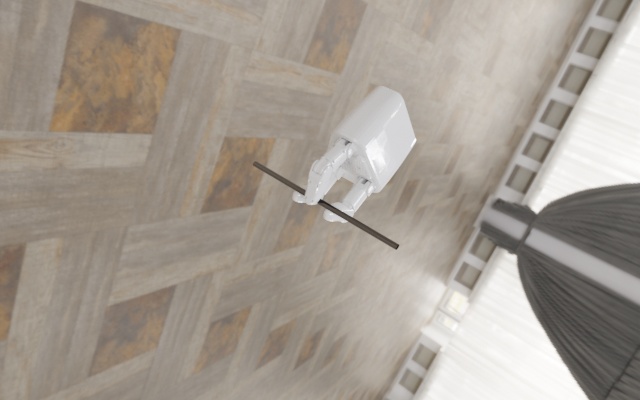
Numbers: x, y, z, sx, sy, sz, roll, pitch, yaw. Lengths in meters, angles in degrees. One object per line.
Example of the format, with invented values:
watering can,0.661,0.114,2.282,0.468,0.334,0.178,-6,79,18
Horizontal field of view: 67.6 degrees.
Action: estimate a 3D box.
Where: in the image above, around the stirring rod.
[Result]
stirring rod,0.000,0.002,0.634,0.239,0.011,0.011,30,14,25
